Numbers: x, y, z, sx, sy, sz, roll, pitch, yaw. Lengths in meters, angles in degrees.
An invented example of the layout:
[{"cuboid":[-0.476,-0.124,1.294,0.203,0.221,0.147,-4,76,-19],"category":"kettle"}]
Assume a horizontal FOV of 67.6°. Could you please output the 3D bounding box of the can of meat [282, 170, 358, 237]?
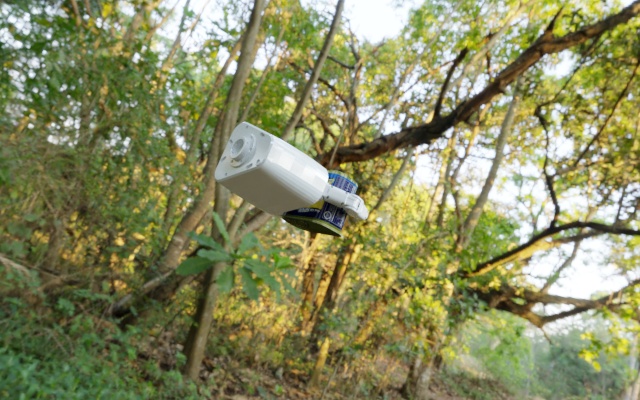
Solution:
[{"cuboid":[0.000,0.002,0.717,0.057,0.084,0.102,31,-17,-37],"category":"can of meat"}]
